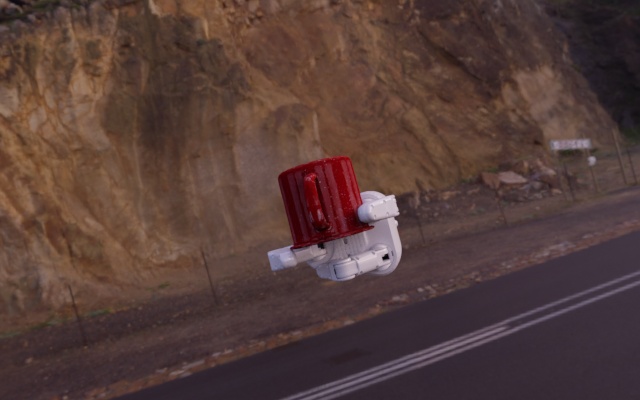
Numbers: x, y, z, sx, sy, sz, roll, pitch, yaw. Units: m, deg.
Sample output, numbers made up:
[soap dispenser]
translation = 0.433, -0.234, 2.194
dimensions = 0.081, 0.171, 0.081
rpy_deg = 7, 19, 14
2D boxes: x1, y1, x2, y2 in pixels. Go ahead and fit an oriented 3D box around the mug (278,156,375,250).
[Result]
[mug]
translation = 0.000, 0.001, 0.497
dimensions = 0.093, 0.081, 0.117
rpy_deg = -15, -2, 11
